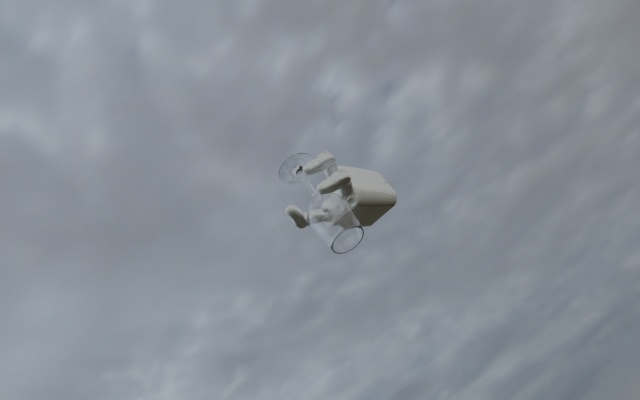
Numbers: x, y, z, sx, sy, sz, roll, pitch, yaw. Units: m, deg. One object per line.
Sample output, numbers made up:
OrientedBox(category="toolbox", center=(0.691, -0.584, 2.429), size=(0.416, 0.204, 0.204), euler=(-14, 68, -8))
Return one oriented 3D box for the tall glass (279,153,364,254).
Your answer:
OrientedBox(category="tall glass", center=(0.000, 0.002, 0.850), size=(0.079, 0.079, 0.201), euler=(0, 40, -36))
